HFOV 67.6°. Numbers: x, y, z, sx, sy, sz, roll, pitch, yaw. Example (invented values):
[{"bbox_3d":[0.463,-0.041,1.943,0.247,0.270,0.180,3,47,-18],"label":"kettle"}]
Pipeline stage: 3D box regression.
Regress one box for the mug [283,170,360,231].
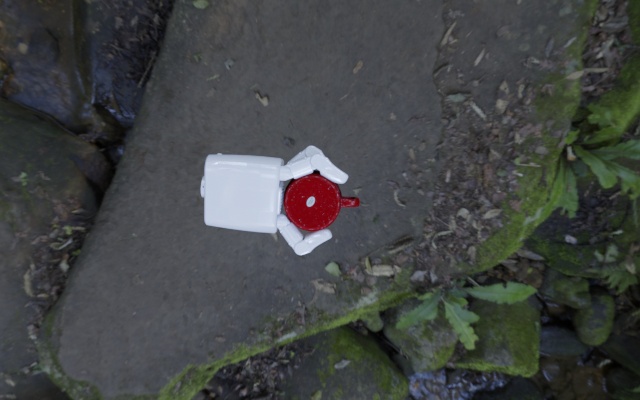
[{"bbox_3d":[0.002,0.003,0.713,0.117,0.093,0.081,4,4,-1],"label":"mug"}]
